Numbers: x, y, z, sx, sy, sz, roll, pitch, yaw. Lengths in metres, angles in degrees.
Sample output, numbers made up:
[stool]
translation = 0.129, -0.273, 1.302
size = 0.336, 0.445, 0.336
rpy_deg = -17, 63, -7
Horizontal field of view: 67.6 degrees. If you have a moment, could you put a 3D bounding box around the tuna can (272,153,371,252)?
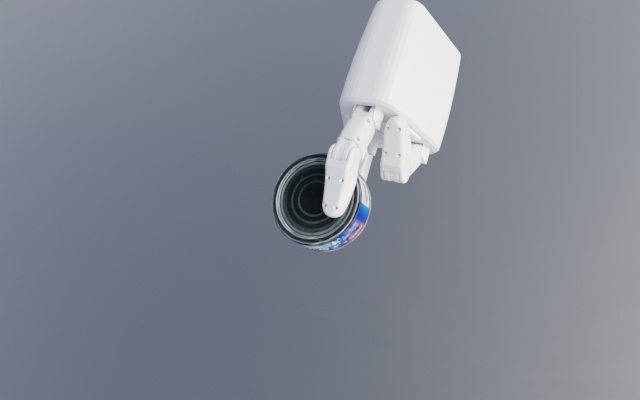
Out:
[tuna can]
translation = 0.000, 0.001, 0.429
size = 0.086, 0.086, 0.034
rpy_deg = 0, -14, 22
